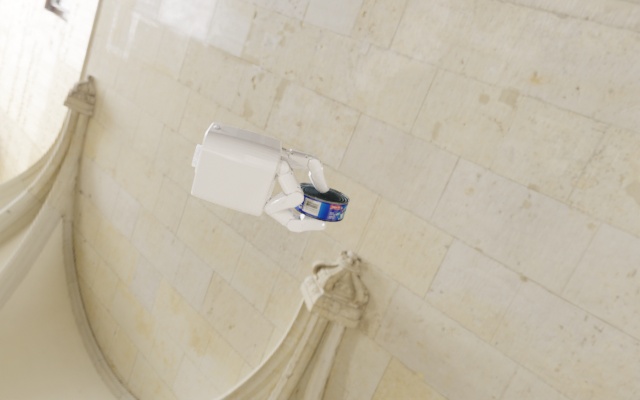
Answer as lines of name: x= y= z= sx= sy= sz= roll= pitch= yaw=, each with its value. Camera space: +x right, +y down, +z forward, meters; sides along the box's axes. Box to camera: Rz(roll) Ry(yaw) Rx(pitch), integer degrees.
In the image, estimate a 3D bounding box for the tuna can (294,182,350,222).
tuna can: x=0.000 y=0.003 z=0.746 sx=0.086 sy=0.034 sz=0.086 roll=15 pitch=16 yaw=-4
